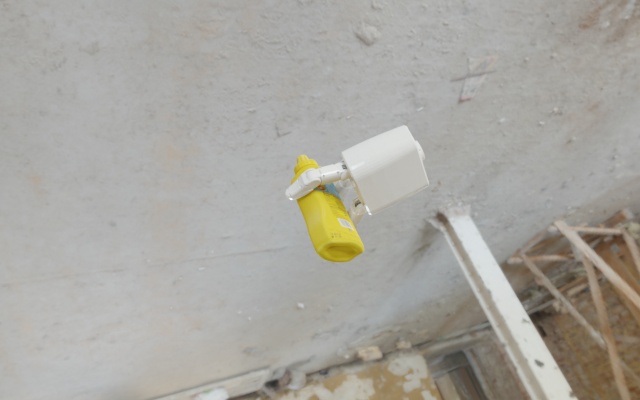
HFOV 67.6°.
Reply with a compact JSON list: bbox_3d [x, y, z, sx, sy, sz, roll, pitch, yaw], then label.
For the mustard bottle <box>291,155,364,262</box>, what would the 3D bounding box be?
[{"bbox_3d":[0.000,0.003,0.758,0.058,0.191,0.096,-39,-34,24],"label":"mustard bottle"}]
